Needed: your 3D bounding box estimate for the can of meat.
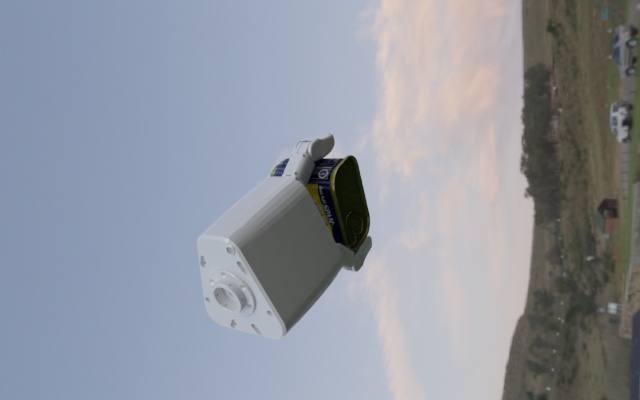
[{"bbox_3d":[0.000,0.002,0.529,0.084,0.102,0.057,3,34,31],"label":"can of meat"}]
